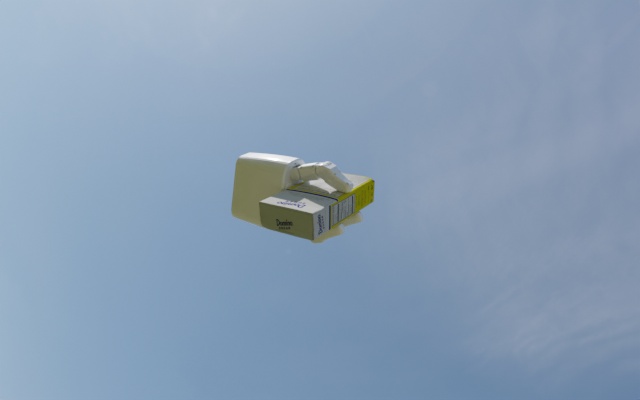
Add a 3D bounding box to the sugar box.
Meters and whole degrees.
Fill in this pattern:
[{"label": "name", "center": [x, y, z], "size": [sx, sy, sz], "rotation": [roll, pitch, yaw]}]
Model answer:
[{"label": "sugar box", "center": [0.000, 0.003, 0.708], "size": [0.093, 0.048, 0.176], "rotation": [12, 26, 32]}]
